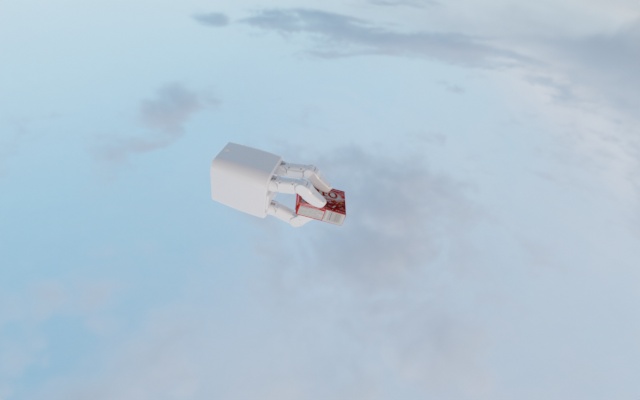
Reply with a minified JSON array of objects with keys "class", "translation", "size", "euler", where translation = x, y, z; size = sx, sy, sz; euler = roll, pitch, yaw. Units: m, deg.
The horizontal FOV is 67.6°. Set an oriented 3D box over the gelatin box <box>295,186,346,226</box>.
[{"class":"gelatin box","translation":[0.000,0.003,0.858],"size":[0.089,0.030,0.073],"euler":[15,34,-10]}]
